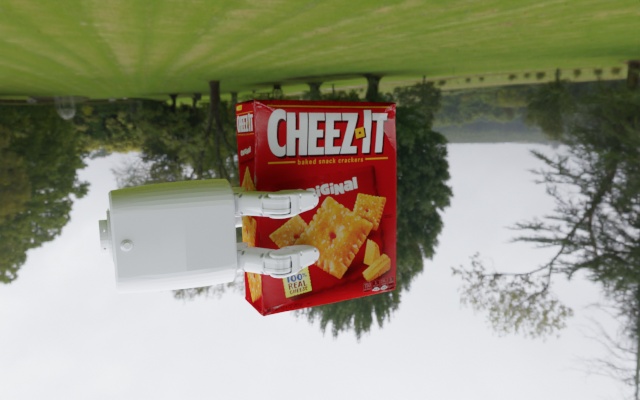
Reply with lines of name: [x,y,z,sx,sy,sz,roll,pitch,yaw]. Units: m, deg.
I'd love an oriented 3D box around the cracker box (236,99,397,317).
cracker box: [0.000,0.002,0.516,0.164,0.214,0.072,-5,9,-26]
